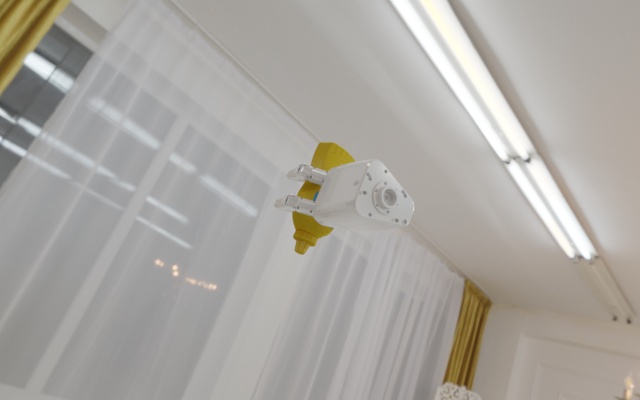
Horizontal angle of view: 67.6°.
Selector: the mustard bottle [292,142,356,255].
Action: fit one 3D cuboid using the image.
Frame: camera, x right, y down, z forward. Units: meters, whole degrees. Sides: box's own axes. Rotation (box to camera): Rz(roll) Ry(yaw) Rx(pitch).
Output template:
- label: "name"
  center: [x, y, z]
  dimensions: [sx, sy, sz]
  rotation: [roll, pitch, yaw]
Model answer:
- label: "mustard bottle"
  center: [0.000, 0.002, 0.816]
  dimensions: [0.058, 0.191, 0.096]
  rotation: [7, -24, 37]
